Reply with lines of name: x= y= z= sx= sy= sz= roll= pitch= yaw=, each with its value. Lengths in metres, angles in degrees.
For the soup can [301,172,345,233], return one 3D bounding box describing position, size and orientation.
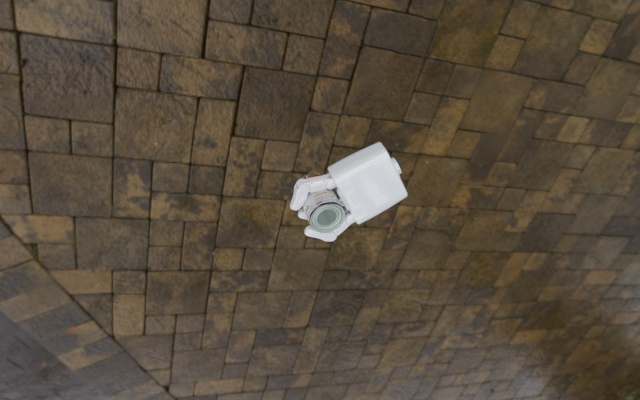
soup can: x=0.000 y=0.003 z=0.869 sx=0.068 sy=0.068 sz=0.102 roll=0 pitch=35 yaw=-18
